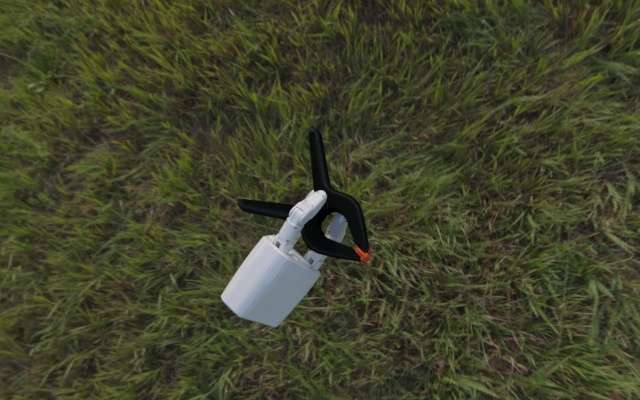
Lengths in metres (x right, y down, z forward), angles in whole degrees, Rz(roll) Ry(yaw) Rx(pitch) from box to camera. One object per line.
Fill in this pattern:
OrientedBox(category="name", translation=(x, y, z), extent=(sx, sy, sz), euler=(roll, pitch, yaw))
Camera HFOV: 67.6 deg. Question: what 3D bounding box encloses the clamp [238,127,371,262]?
OrientedBox(category="clamp", translation=(0.000, 0.003, 0.684), extent=(0.210, 0.164, 0.036), euler=(38, 0, 20))
